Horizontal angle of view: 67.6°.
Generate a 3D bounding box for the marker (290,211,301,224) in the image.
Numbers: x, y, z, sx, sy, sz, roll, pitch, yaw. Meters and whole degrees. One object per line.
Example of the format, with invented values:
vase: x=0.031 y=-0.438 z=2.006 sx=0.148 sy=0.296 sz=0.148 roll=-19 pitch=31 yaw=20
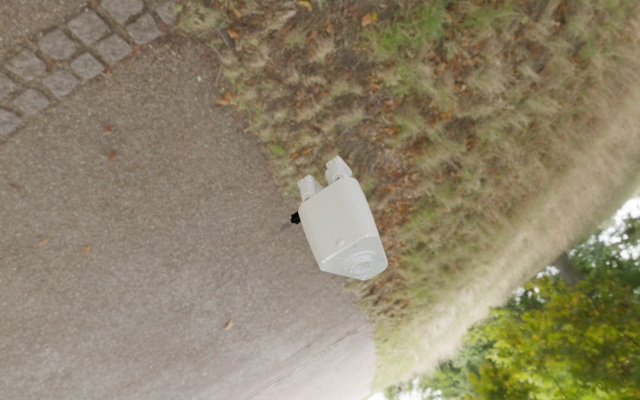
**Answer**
marker: x=0.000 y=0.003 z=0.779 sx=0.121 sy=0.020 sz=0.020 roll=-34 pitch=-11 yaw=16
